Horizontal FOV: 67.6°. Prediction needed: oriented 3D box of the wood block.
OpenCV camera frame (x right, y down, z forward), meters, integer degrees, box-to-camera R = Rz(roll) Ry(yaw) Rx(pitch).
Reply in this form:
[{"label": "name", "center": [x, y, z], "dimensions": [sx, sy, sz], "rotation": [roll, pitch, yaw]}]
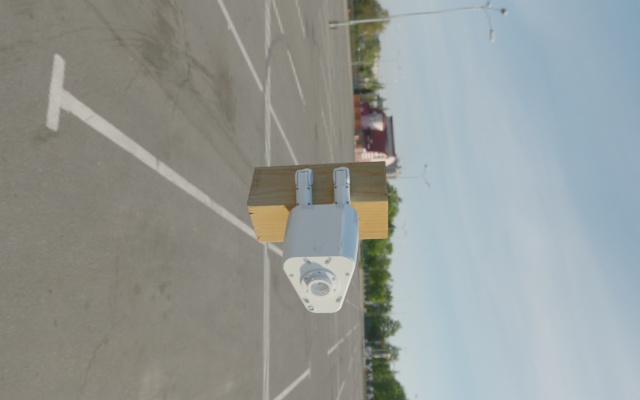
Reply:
[{"label": "wood block", "center": [0.000, 0.003, 0.750], "dimensions": [0.206, 0.090, 0.091], "rotation": [-2, -45, 6]}]
